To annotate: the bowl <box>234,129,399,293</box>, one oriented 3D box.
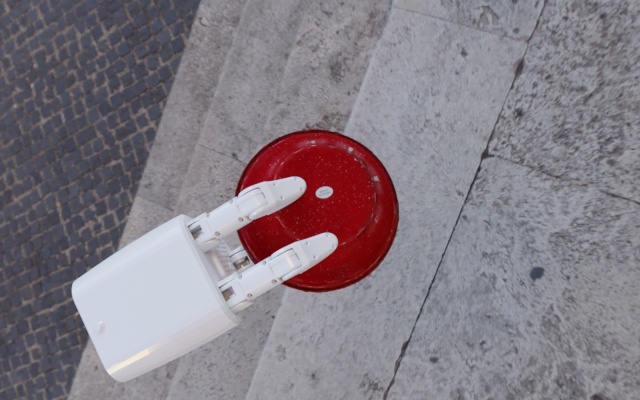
[{"bbox_3d":[0.001,0.000,0.438,0.162,0.162,0.055,0,-13,-7],"label":"bowl"}]
